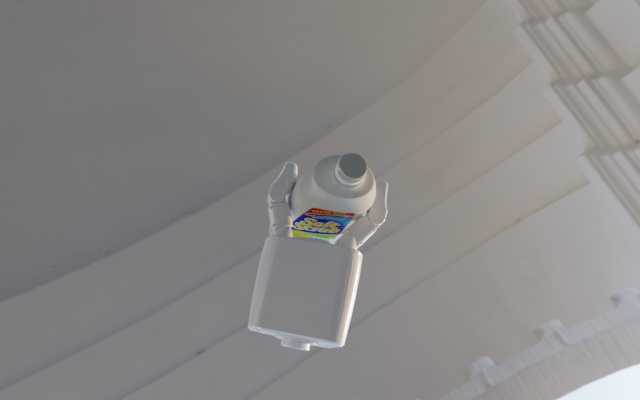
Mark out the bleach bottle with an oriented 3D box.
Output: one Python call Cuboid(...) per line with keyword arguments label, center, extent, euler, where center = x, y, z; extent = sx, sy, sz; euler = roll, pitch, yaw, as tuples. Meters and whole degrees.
Cuboid(label="bleach bottle", center=(0.000, 0.002, 0.589), extent=(0.102, 0.068, 0.251), euler=(15, -20, -7))
